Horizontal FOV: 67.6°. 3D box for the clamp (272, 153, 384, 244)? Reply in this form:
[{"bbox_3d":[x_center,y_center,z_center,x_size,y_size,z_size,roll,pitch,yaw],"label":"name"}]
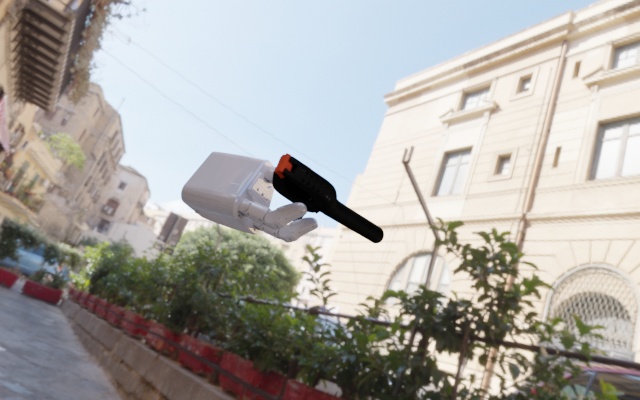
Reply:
[{"bbox_3d":[0.000,0.001,0.683,0.164,0.036,0.210,14,-21,24],"label":"clamp"}]
